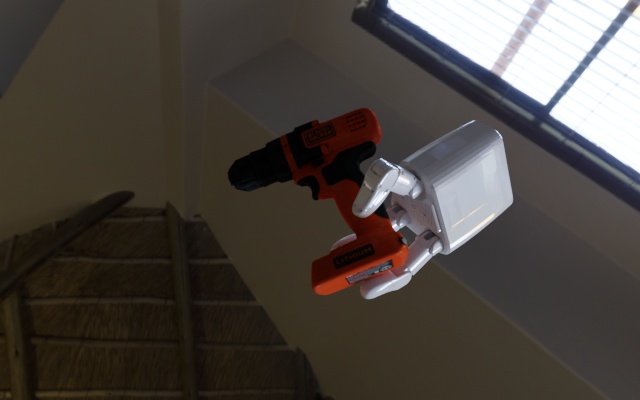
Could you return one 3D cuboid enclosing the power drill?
[{"bbox_3d":[0.000,0.002,0.521,0.184,0.187,0.057,-22,-23,6],"label":"power drill"}]
